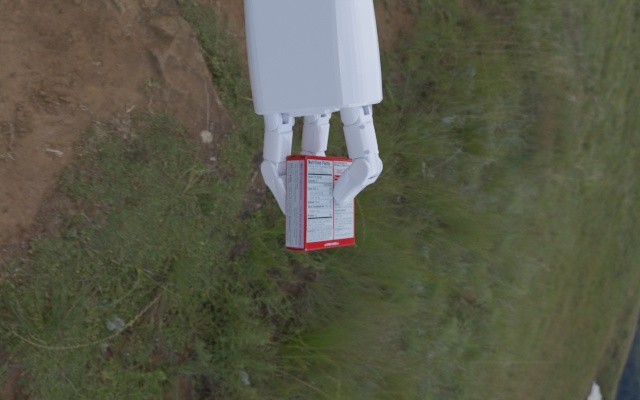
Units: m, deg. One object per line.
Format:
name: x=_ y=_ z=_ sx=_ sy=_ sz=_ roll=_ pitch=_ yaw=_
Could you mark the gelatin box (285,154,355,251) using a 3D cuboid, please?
gelatin box: x=0.000 y=0.002 z=0.463 sx=0.030 sy=0.089 sz=0.073 roll=0 pitch=1 yaw=42
